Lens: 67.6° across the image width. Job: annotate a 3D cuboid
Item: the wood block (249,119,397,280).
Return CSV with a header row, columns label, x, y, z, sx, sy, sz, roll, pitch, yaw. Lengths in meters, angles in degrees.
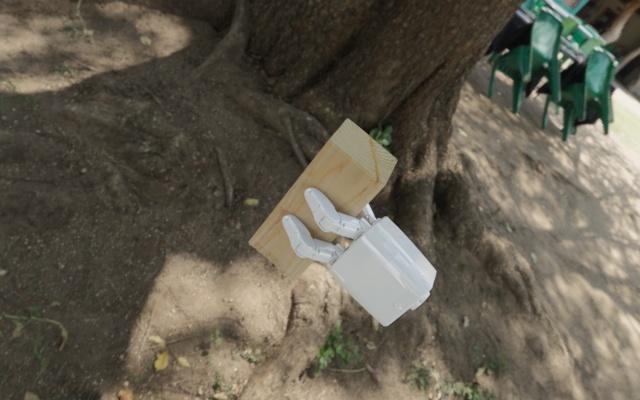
label,x,y,z,sx,sy,sz,roll,pitch,yaw
wood block,0.001,0.002,0.658,0.090,0.206,0.090,39,32,-2
